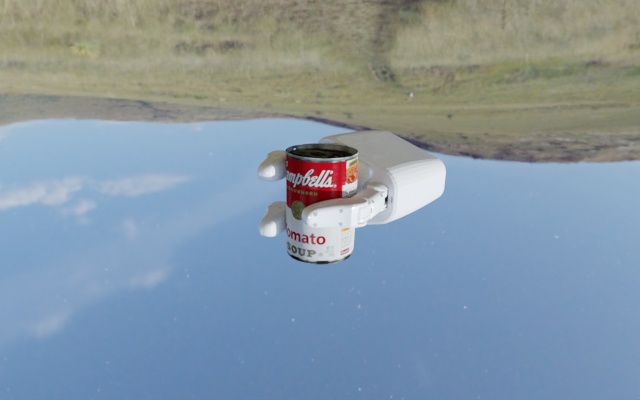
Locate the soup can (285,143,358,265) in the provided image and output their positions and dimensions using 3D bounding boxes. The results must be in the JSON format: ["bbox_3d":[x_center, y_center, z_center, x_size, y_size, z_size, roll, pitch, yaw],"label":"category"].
[{"bbox_3d":[0.000,0.002,0.458,0.068,0.102,0.068,1,18,0],"label":"soup can"}]
